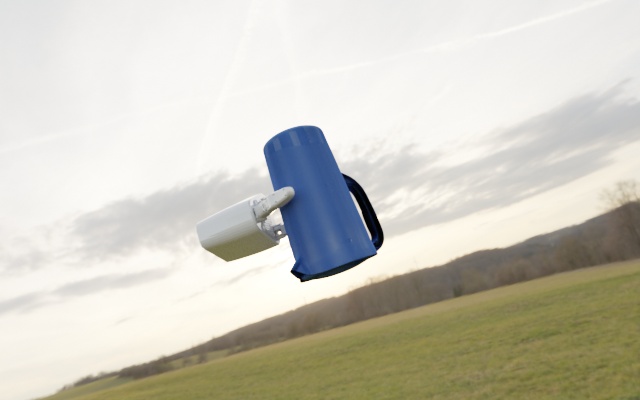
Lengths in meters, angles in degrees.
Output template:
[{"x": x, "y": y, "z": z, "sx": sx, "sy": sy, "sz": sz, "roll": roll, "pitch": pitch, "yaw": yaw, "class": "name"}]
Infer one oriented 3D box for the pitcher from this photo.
[{"x": 0.000, "y": 0.003, "z": 0.790, "sx": 0.145, "sy": 0.242, "sz": 0.149, "roll": -22, "pitch": -12, "yaw": 13, "class": "pitcher"}]
